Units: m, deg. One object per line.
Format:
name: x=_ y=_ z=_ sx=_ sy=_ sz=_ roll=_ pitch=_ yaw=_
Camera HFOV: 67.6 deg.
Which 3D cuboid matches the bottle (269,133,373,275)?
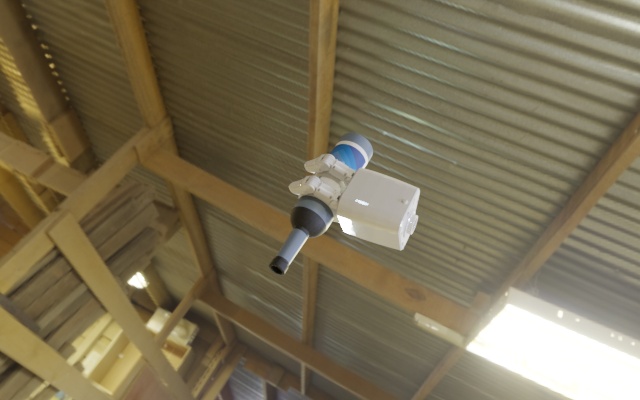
bottle: x=0.000 y=0.002 z=0.801 sx=0.069 sy=0.069 sz=0.295 roll=0 pitch=44 yaw=39
